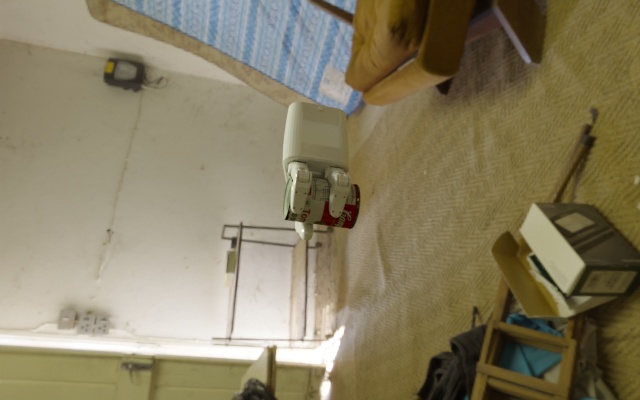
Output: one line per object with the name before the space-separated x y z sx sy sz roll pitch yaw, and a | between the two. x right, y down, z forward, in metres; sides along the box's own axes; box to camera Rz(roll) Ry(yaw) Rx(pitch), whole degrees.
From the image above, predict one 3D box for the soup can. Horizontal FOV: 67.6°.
soup can | 0.000 0.003 0.701 0.102 0.068 0.068 8 -2 -13
